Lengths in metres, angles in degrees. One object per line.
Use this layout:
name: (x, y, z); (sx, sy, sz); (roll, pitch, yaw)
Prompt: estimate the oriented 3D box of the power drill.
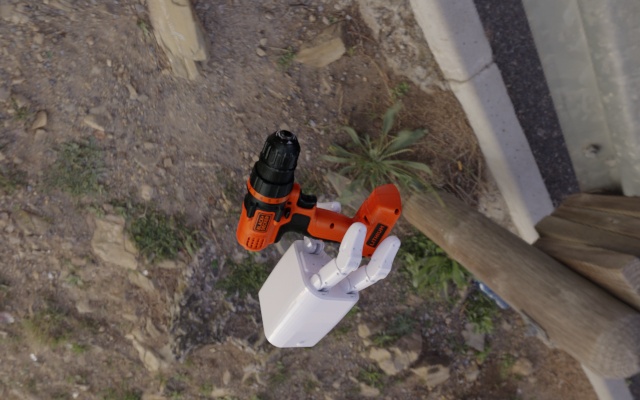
power drill: (0.000, 0.002, 0.591); (0.187, 0.057, 0.185); (11, -45, -15)
